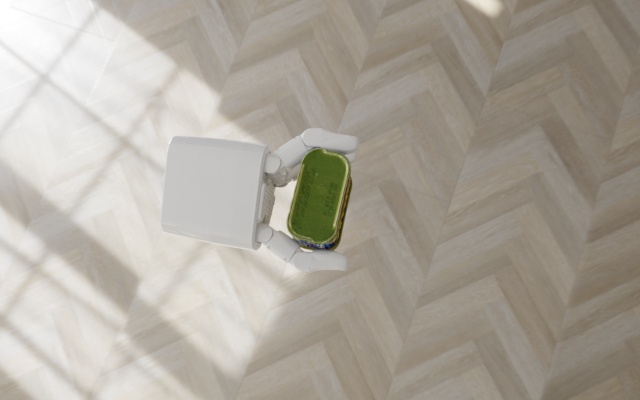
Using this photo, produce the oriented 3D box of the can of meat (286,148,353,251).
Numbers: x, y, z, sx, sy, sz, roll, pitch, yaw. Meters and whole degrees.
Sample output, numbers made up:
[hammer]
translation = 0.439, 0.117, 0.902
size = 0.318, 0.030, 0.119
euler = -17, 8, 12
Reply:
[can of meat]
translation = 0.000, 0.002, 0.514
size = 0.057, 0.102, 0.084
euler = 12, -9, 5
